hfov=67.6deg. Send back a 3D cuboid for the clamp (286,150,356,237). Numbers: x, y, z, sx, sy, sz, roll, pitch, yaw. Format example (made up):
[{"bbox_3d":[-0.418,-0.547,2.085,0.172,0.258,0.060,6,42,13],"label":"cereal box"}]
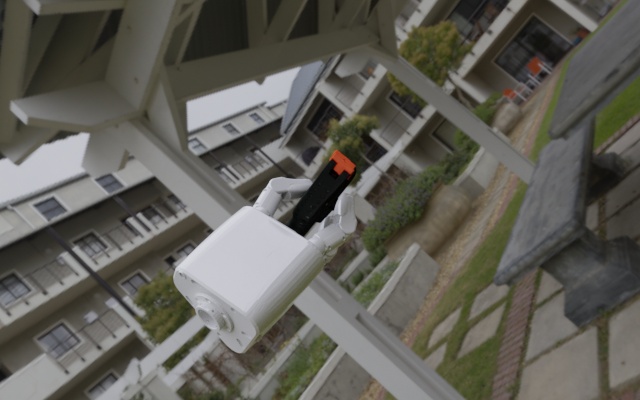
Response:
[{"bbox_3d":[0.000,0.001,0.580,0.164,0.036,0.210,-45,-7,-39],"label":"clamp"}]
